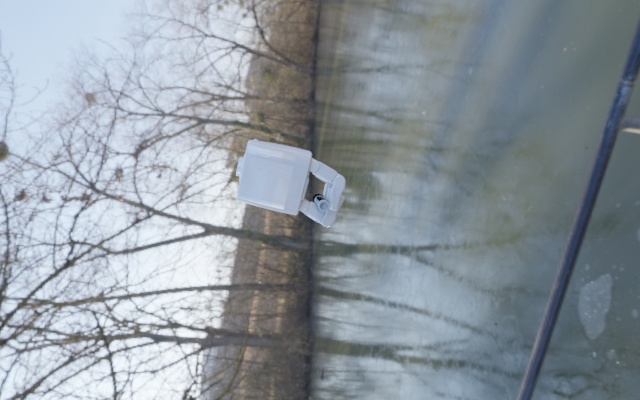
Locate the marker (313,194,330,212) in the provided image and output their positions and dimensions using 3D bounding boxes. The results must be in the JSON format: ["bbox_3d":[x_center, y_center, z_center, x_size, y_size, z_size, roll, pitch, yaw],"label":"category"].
[{"bbox_3d":[0.000,0.003,0.825,0.020,0.020,0.121,0,7,-5],"label":"marker"}]
